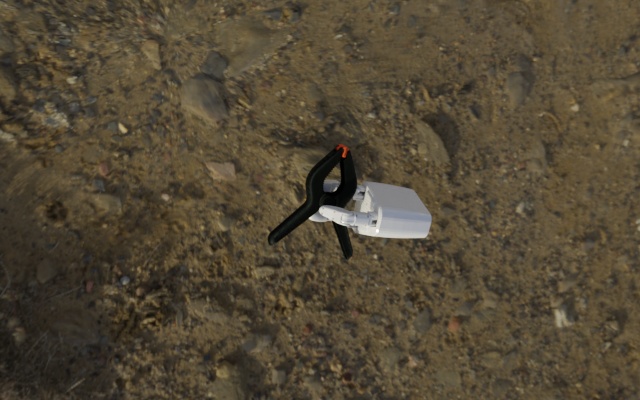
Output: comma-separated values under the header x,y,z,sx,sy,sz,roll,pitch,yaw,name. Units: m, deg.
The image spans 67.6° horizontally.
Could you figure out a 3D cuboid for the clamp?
x,y,z,sx,sy,sz,roll,pitch,yaw,name
0.001,0.003,0.838,0.164,0.210,0.036,6,16,-21,clamp
